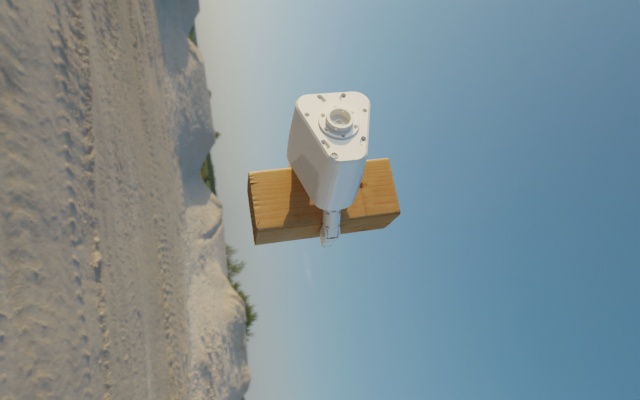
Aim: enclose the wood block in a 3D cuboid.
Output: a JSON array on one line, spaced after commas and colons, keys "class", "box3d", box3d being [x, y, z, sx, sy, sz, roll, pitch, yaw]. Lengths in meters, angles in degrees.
[{"class": "wood block", "box3d": [0.000, 0.002, 0.709, 0.206, 0.090, 0.090, -6, -16, -12]}]
